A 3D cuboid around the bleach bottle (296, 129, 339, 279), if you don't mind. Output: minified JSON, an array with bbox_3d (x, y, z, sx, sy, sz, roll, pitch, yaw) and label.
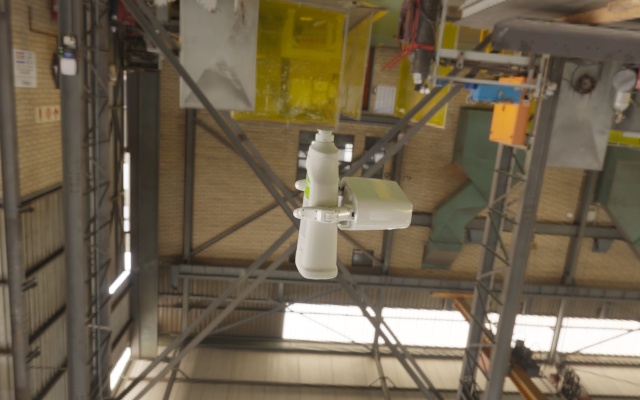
[{"bbox_3d":[0.000,0.003,0.839,0.068,0.251,0.102,2,13,-14],"label":"bleach bottle"}]
